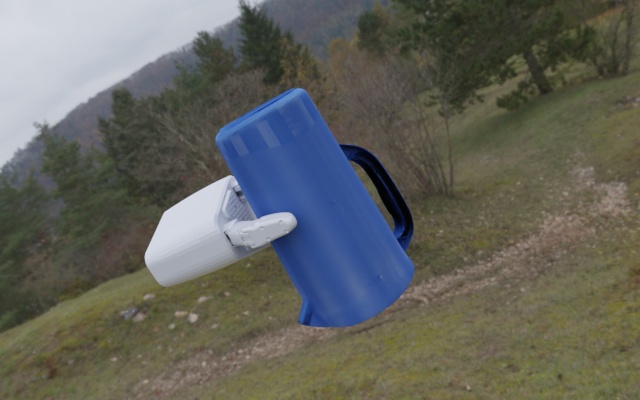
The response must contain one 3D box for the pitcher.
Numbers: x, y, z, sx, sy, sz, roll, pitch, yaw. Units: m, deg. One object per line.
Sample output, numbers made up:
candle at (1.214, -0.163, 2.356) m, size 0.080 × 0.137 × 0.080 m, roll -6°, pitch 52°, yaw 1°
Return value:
pitcher at (0.000, 0.002, 0.527) m, size 0.145 × 0.243 × 0.149 m, roll -24°, pitch 16°, yaw 19°
